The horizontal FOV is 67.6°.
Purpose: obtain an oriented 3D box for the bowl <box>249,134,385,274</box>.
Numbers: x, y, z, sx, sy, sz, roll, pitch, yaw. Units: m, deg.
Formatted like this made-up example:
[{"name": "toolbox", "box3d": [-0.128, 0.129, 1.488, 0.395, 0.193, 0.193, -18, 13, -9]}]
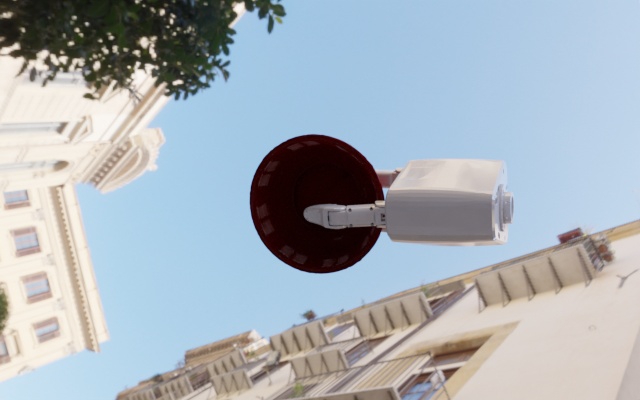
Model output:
[{"name": "bowl", "box3d": [-0.001, 0.001, 0.566, 0.162, 0.162, 0.055, 0, 10, 16]}]
